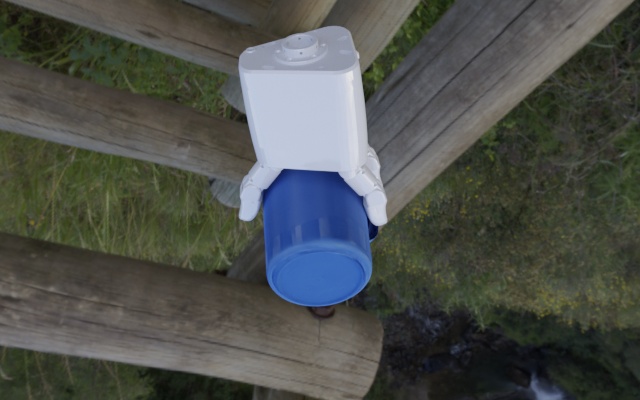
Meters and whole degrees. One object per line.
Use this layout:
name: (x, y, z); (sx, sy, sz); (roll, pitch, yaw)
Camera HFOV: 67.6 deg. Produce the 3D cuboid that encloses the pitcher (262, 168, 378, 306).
pitcher: (0.000, 0.002, 0.569); (0.149, 0.145, 0.242); (-6, 43, 0)
